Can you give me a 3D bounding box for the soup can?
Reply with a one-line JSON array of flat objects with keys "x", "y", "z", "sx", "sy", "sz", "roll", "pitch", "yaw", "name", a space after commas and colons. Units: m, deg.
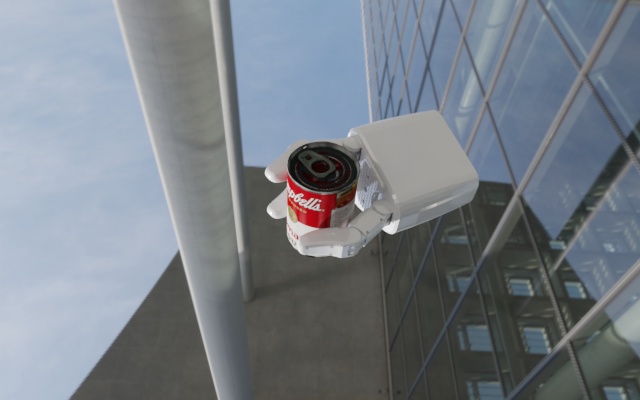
[{"x": 0.000, "y": 0.002, "z": 0.475, "sx": 0.068, "sy": 0.068, "sz": 0.102, "roll": 0, "pitch": -42, "yaw": -5, "name": "soup can"}]
